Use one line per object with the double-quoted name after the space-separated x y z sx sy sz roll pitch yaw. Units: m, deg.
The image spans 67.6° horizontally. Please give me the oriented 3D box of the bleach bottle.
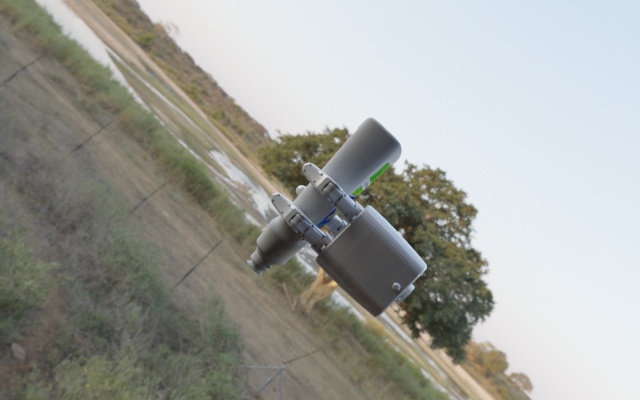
0.000 0.002 0.647 0.068 0.251 0.102 45 0 7 "bleach bottle"
